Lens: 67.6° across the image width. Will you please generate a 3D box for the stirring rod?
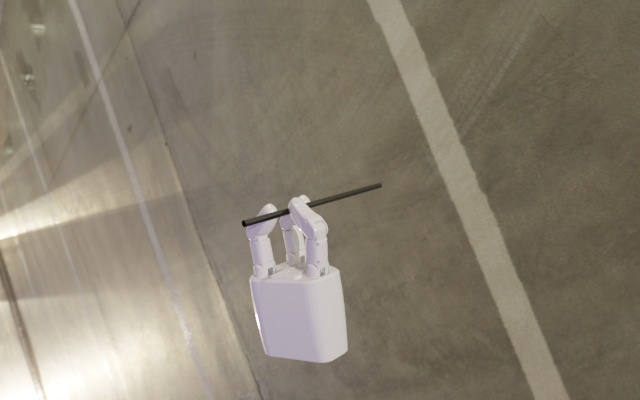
[{"bbox_3d":[0.000,0.002,0.617,0.239,0.011,0.011,-16,10,-42],"label":"stirring rod"}]
